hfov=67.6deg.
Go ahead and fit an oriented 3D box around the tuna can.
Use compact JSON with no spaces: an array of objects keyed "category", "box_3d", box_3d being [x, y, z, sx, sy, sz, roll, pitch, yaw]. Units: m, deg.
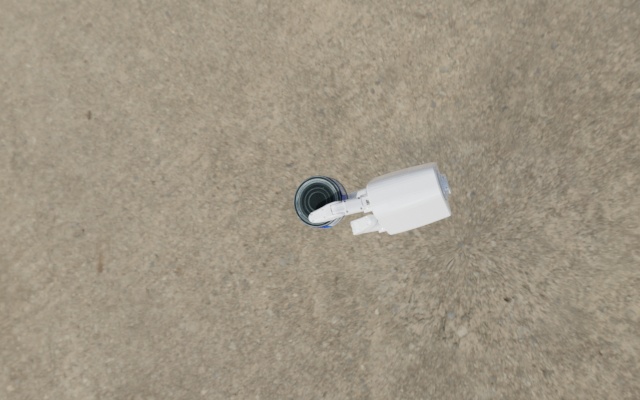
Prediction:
[{"category":"tuna can","box_3d":[0.000,0.003,0.776,0.086,0.086,0.034,0,-3,22]}]
